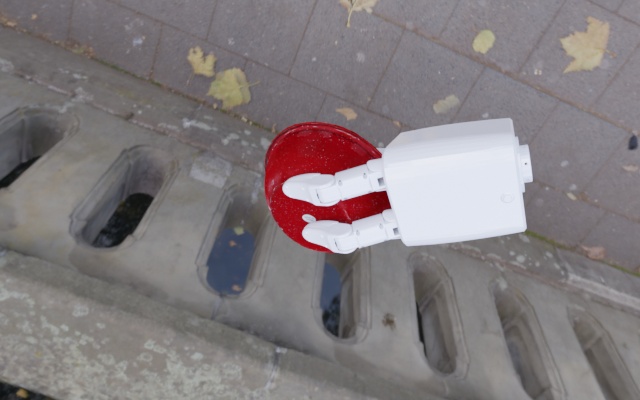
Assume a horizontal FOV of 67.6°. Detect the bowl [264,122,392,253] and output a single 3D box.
[{"bbox_3d":[-0.001,0.002,0.500,0.162,0.162,0.055,0,36,31],"label":"bowl"}]
